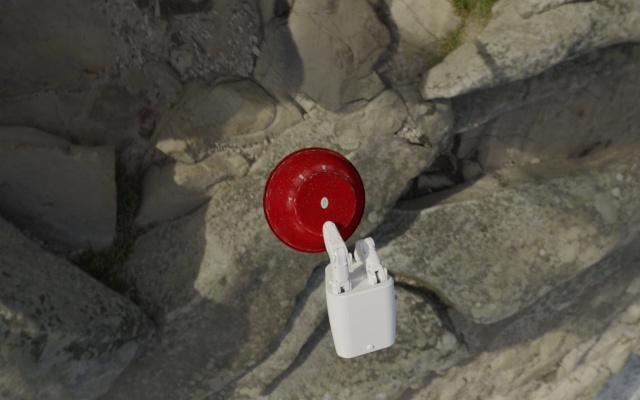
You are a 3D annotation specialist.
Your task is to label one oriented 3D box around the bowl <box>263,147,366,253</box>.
[{"bbox_3d":[0.000,0.001,0.696,0.162,0.162,0.055,0,5,-17],"label":"bowl"}]
